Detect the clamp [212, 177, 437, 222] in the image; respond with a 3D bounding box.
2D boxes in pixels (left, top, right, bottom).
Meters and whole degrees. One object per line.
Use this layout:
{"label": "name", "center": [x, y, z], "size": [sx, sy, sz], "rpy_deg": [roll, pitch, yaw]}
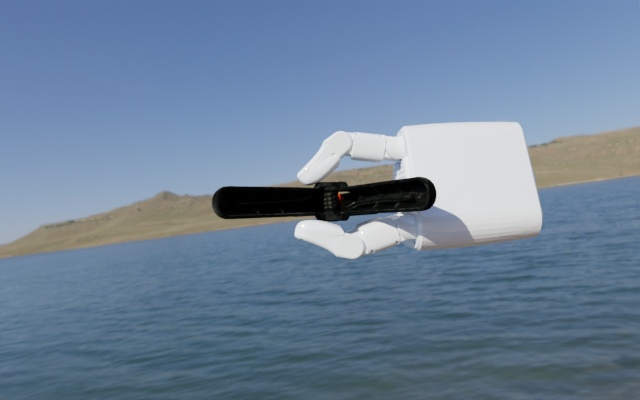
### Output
{"label": "clamp", "center": [0.000, 0.001, 0.435], "size": [0.164, 0.036, 0.210], "rpy_deg": [-1, -2, -1]}
